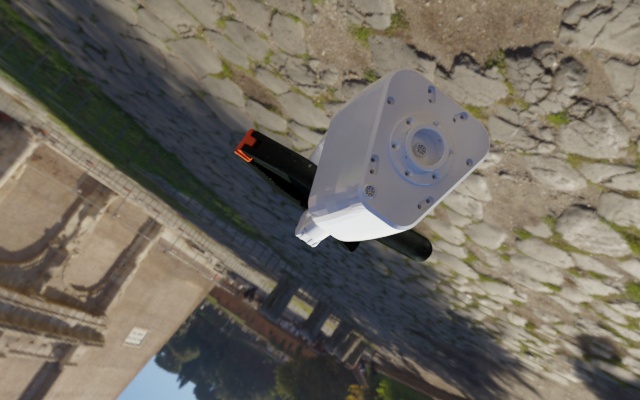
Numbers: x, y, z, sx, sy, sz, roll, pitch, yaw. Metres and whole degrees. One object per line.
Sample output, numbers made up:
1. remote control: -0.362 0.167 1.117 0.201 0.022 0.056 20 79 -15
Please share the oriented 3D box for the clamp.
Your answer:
1. clamp: -0.001 0.002 0.512 0.210 0.036 0.164 35 -16 -11
